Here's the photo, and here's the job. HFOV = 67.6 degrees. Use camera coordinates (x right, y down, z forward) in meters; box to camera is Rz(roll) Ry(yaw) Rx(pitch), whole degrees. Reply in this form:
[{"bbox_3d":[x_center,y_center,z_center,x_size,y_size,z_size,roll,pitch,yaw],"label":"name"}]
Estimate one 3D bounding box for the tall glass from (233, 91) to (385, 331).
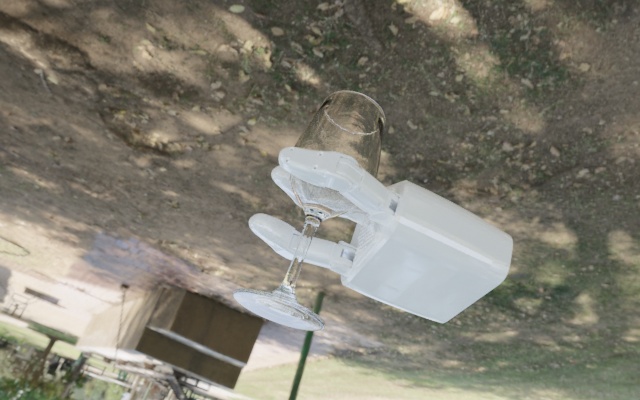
[{"bbox_3d":[0.000,0.002,0.405,0.079,0.201,0.079,16,-27,8],"label":"tall glass"}]
